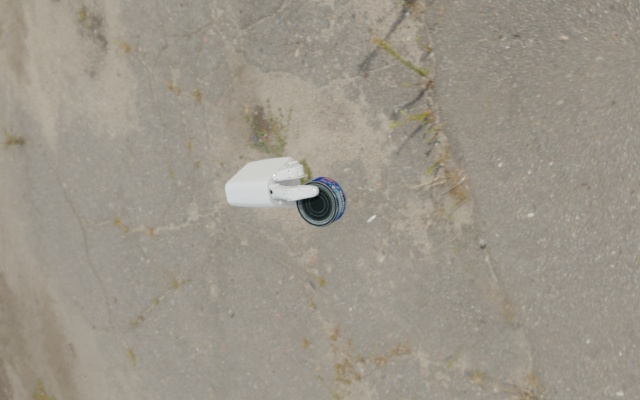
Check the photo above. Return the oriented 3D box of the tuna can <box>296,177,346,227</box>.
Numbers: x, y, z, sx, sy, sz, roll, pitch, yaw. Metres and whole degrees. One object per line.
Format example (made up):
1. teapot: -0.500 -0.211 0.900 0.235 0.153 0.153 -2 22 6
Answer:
1. tuna can: 0.000 0.003 0.842 0.086 0.086 0.033 0 14 29
